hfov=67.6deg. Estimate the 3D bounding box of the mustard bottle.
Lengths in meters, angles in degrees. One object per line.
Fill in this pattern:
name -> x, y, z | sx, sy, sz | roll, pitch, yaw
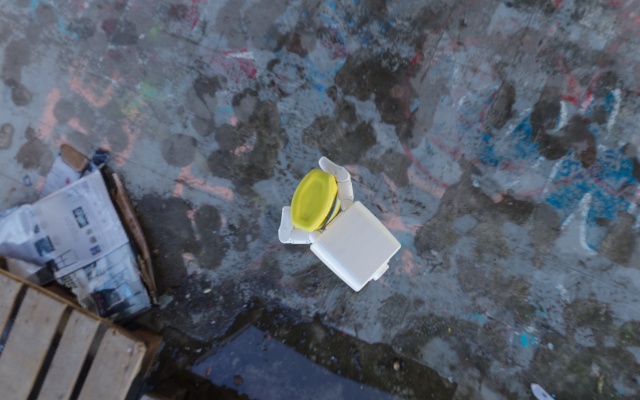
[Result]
mustard bottle -> 0.000, 0.002, 0.820 | 0.058, 0.096, 0.191 | 20, 1, 9
